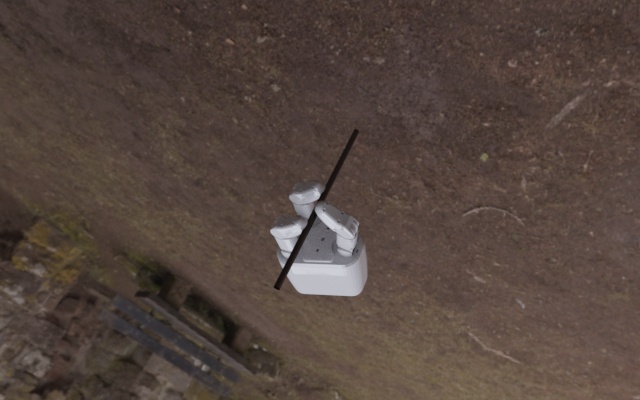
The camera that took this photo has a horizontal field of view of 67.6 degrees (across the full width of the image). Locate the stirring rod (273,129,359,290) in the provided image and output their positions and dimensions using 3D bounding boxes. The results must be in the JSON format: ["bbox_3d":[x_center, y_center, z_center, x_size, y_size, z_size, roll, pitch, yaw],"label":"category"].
[{"bbox_3d":[0.000,0.002,0.580,0.011,0.239,0.011,21,-29,12],"label":"stirring rod"}]
